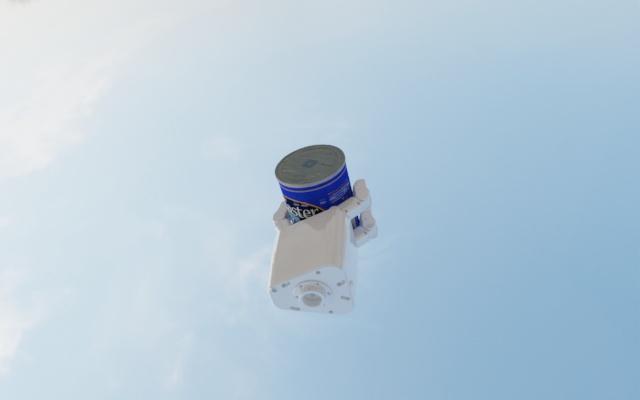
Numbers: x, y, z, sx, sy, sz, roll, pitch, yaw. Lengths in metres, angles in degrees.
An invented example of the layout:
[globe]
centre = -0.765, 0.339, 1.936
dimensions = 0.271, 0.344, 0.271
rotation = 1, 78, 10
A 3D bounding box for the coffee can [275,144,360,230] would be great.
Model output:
[coffee can]
centre = 0.000, 0.002, 0.712
dimensions = 0.103, 0.140, 0.102
rotation = -11, 35, 8
